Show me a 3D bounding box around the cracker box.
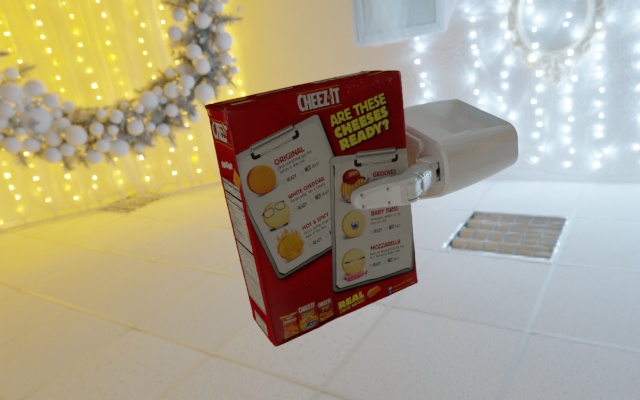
[{"bbox_3d":[0.000,0.002,0.442,0.164,0.214,0.072,-18,21,-24],"label":"cracker box"}]
